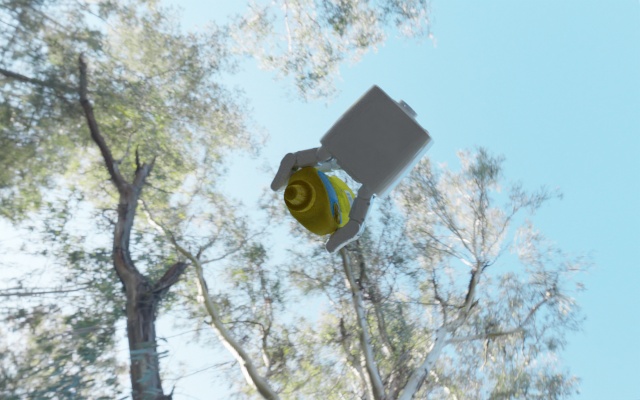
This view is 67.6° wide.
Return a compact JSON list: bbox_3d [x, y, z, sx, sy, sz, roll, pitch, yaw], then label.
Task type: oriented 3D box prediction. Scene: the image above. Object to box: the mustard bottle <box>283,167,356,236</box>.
[{"bbox_3d":[0.000,0.002,0.665,0.058,0.096,0.191,-22,-15,18],"label":"mustard bottle"}]
